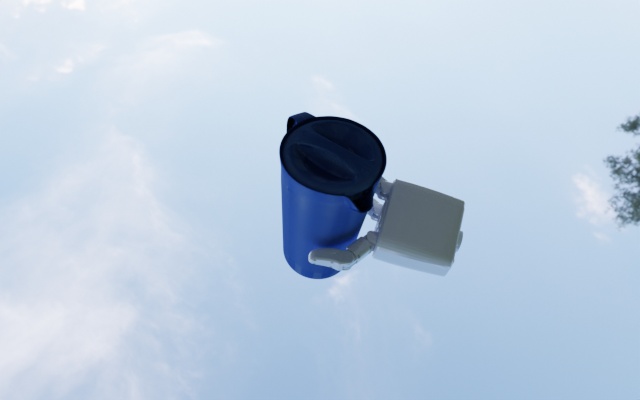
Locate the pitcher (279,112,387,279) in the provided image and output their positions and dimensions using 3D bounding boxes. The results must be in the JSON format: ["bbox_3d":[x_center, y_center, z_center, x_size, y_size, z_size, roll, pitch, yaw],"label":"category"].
[{"bbox_3d":[0.000,0.002,0.680,0.145,0.149,0.243,15,-38,4],"label":"pitcher"}]
